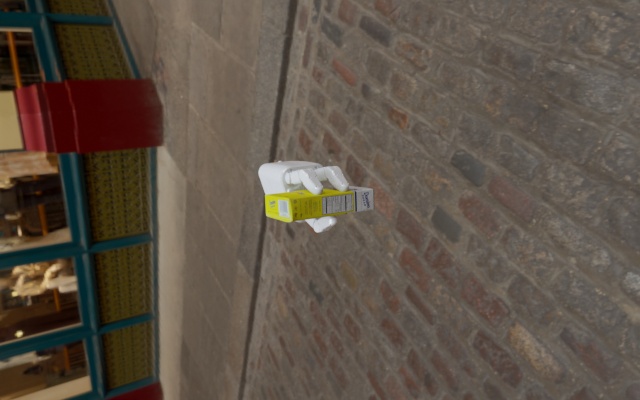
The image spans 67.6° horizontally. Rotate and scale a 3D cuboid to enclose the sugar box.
[{"bbox_3d":[0.000,0.002,0.856,0.176,0.048,0.093,-10,11,-32],"label":"sugar box"}]
